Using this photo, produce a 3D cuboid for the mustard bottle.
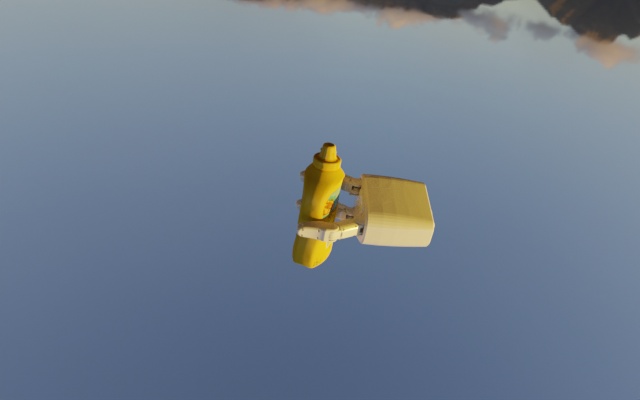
[{"bbox_3d":[0.000,0.003,0.728,0.058,0.192,0.096,18,31,14],"label":"mustard bottle"}]
